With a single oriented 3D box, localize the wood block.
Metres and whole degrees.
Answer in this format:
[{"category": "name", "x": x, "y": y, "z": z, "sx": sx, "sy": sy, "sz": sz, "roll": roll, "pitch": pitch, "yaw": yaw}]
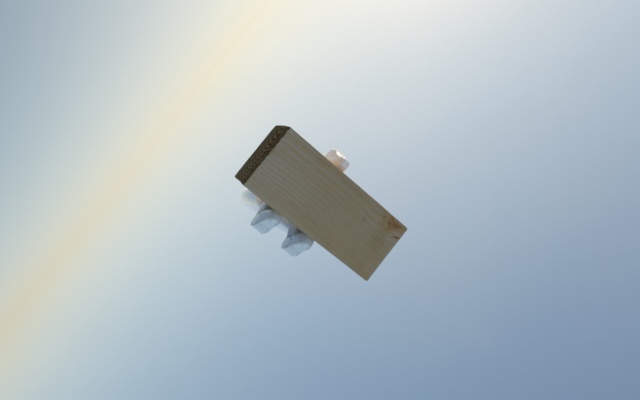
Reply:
[{"category": "wood block", "x": 0.000, "y": 0.002, "z": 0.628, "sx": 0.206, "sy": 0.091, "sz": 0.090, "roll": 39, "pitch": -3, "yaw": -20}]
